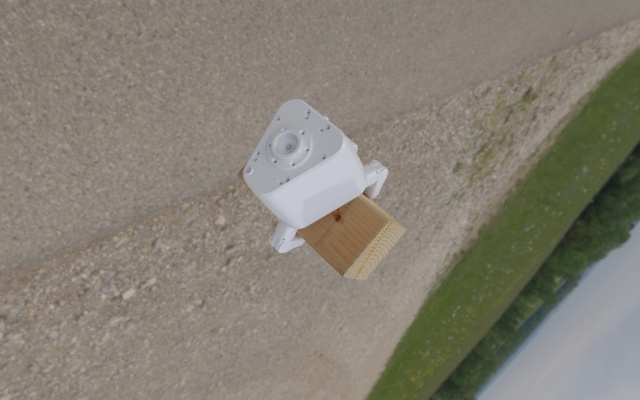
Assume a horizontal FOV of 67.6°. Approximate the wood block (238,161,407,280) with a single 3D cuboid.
[{"bbox_3d":[0.000,0.002,0.637,0.206,0.091,0.090,42,7,25],"label":"wood block"}]
